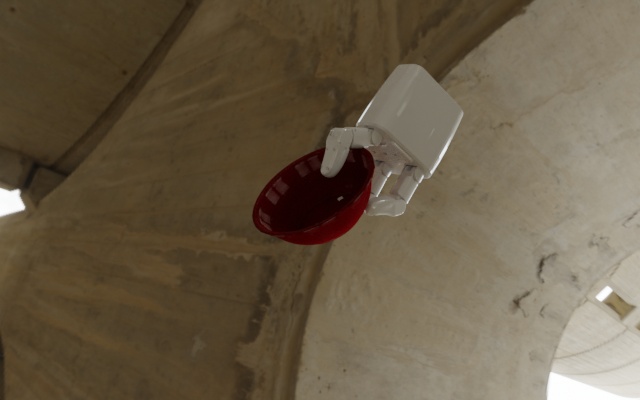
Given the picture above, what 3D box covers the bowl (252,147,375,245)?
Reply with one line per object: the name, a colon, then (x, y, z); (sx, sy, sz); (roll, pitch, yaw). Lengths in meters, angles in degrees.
bowl: (-0.001, 0.003, 0.580); (0.162, 0.055, 0.162); (-21, 33, 15)
